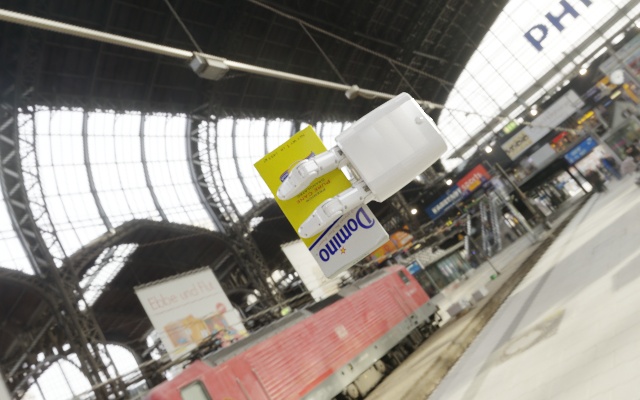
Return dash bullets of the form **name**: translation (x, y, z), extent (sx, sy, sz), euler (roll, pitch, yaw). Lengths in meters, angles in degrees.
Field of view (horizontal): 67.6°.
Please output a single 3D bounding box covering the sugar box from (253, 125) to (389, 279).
- **sugar box**: translation (0.000, 0.002, 0.607), extent (0.093, 0.176, 0.048), euler (-35, -15, 2)
